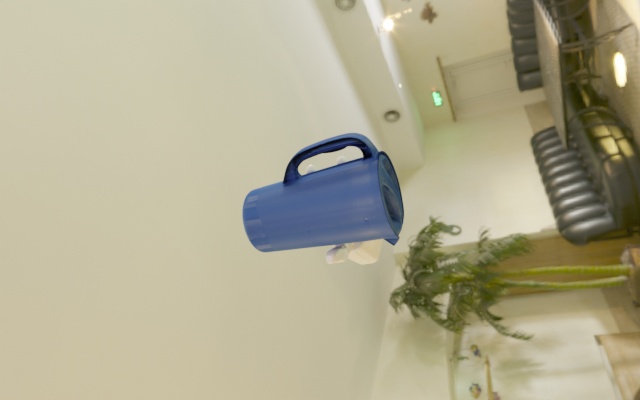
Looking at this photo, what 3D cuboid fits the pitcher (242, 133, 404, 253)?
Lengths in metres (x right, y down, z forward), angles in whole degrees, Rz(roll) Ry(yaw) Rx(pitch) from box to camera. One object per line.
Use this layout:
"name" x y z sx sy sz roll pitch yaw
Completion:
"pitcher" 0.000 0.003 0.752 0.243 0.149 0.145 -12 -23 21
